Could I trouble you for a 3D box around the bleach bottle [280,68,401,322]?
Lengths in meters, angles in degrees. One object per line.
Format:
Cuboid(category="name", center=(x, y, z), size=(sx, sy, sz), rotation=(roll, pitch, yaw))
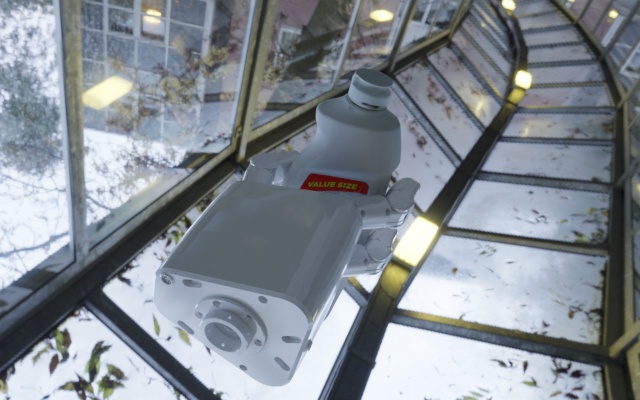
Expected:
Cuboid(category="bleach bottle", center=(0.000, 0.001, 0.426), size=(0.102, 0.251, 0.068), rotation=(23, 37, 6))
